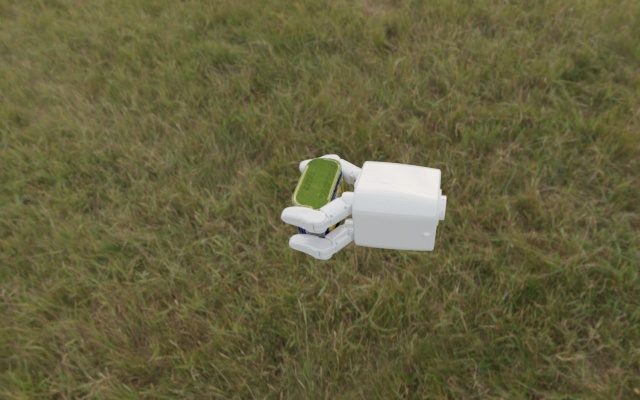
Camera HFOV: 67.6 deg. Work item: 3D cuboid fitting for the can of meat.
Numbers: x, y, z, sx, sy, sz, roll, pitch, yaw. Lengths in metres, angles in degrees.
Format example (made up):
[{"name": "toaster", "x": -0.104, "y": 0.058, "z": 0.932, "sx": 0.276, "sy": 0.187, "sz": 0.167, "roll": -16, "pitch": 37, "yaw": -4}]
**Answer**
[{"name": "can of meat", "x": 0.000, "y": 0.002, "z": 0.669, "sx": 0.057, "sy": 0.102, "sz": 0.084, "roll": 8, "pitch": -40, "yaw": 14}]
